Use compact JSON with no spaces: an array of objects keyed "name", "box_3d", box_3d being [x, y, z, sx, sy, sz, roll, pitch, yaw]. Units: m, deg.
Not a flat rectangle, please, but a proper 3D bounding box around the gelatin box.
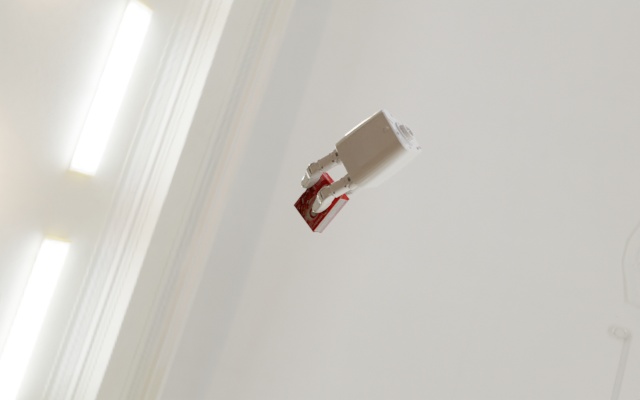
[{"name":"gelatin box","box_3d":[0.000,0.003,0.876,0.030,0.089,0.073,11,34,-51]}]
